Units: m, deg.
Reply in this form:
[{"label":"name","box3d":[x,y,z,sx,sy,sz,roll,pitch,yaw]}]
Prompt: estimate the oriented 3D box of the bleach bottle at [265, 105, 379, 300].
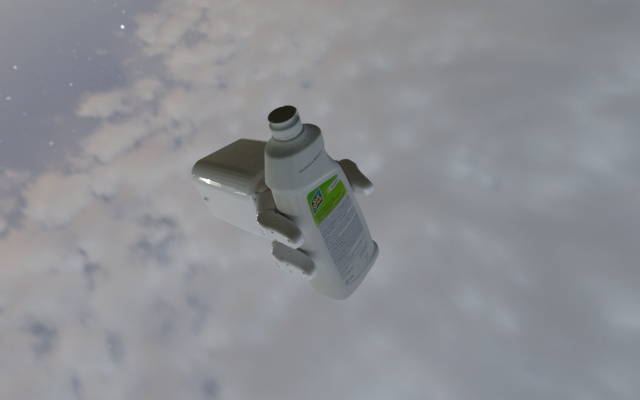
[{"label":"bleach bottle","box3d":[0.000,0.002,0.531,0.068,0.251,0.102,16,53,33]}]
